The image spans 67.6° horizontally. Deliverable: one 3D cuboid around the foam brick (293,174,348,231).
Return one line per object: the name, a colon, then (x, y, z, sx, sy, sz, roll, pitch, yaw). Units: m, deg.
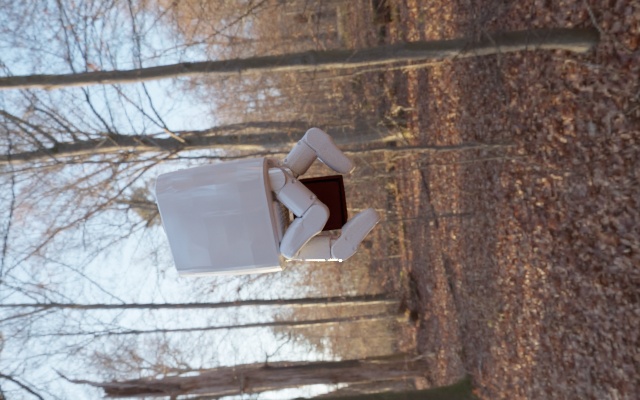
foam brick: (0.000, 0.002, 0.503, 0.051, 0.053, 0.078, -7, 4, 5)
